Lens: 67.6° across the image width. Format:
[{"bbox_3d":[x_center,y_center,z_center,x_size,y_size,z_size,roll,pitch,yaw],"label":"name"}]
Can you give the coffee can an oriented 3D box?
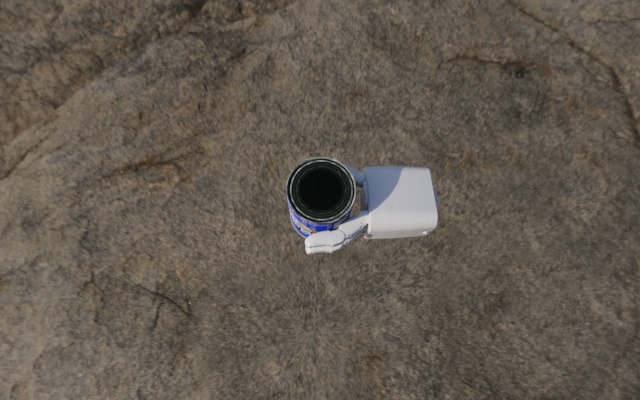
[{"bbox_3d":[0.000,0.002,0.753,0.103,0.102,0.140,0,-15,-1],"label":"coffee can"}]
